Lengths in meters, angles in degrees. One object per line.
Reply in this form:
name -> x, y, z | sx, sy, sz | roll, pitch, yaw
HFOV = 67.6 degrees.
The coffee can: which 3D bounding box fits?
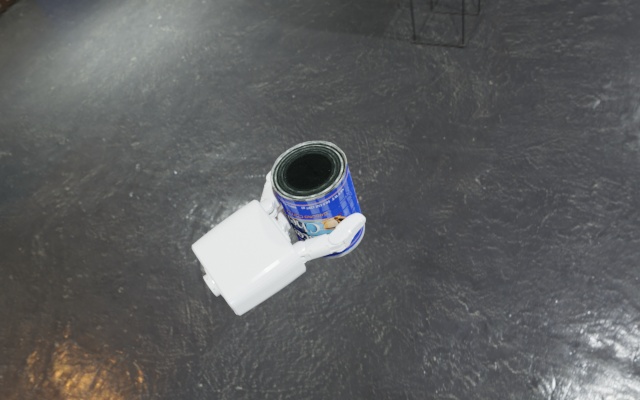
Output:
coffee can -> 0.000, 0.002, 0.665 | 0.103, 0.102, 0.140 | 0, -38, 17
